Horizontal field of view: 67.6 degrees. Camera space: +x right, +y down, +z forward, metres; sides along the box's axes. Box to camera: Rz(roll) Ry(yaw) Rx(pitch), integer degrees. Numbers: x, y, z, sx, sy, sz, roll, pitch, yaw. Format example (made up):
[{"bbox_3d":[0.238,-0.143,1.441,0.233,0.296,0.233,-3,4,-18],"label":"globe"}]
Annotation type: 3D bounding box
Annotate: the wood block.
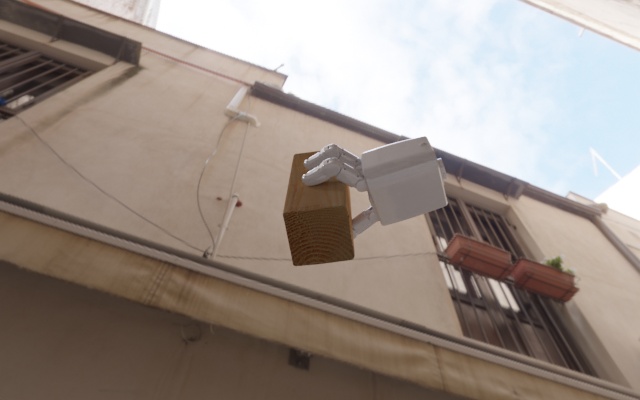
[{"bbox_3d":[0.001,0.003,0.744,0.090,0.091,0.206,-7,27,5],"label":"wood block"}]
